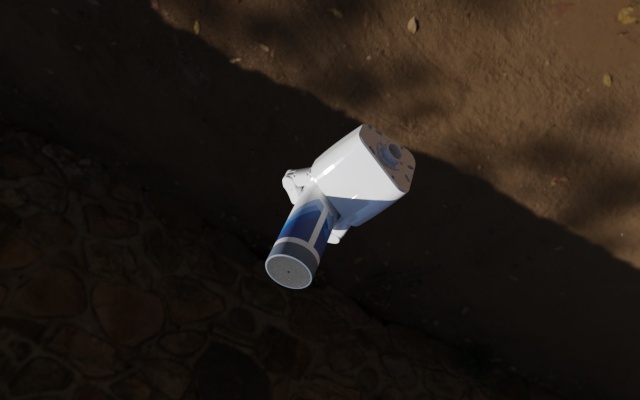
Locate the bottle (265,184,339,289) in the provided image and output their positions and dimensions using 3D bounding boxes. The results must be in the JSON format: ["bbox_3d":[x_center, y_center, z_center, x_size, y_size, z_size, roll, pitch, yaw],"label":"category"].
[{"bbox_3d":[0.000,0.003,0.738,0.069,0.069,0.295,0,39,22],"label":"bottle"}]
